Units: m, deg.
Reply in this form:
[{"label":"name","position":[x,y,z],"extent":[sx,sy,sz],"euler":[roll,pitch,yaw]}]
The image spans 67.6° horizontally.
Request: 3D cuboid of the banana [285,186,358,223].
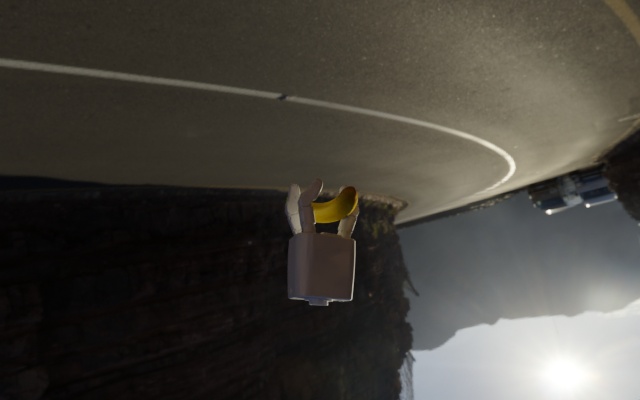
[{"label":"banana","position":[0.012,0.012,0.850],"extent":[0.070,0.037,0.198],"euler":[33,-25,-30]}]
